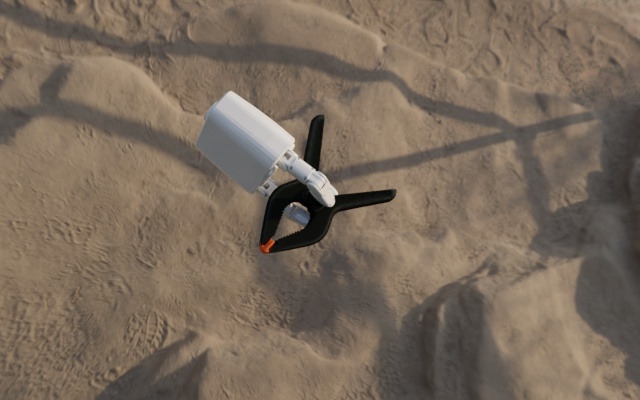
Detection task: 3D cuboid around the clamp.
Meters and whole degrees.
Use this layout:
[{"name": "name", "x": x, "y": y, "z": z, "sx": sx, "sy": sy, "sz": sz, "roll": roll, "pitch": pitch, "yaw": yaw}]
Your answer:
[{"name": "clamp", "x": 0.000, "y": 0.002, "z": 0.669, "sx": 0.164, "sy": 0.210, "sz": 0.036, "roll": 38, "pitch": -17, "yaw": -4}]
